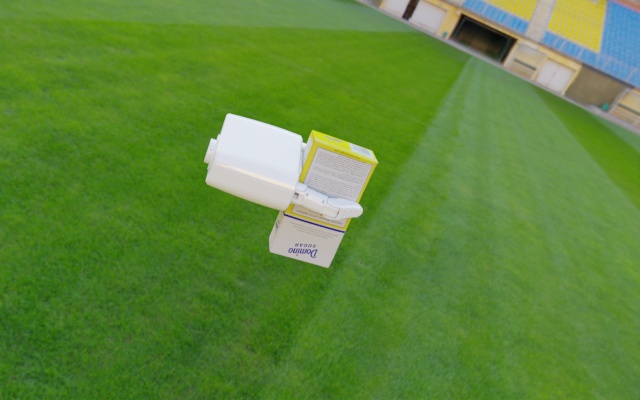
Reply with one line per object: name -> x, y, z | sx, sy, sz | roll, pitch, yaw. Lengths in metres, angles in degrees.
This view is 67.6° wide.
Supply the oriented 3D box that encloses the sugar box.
sugar box -> 0.000, 0.002, 0.658 | 0.093, 0.176, 0.048 | 18, 26, -15
